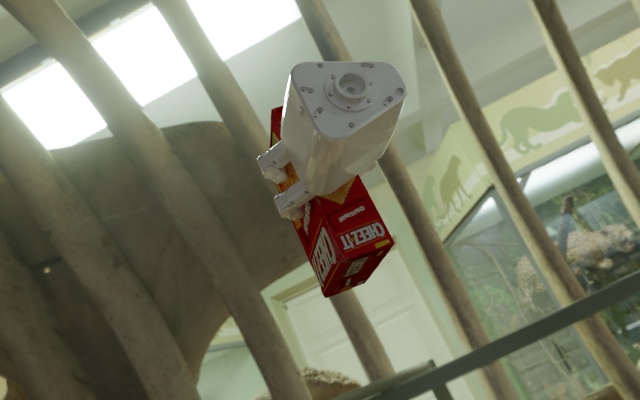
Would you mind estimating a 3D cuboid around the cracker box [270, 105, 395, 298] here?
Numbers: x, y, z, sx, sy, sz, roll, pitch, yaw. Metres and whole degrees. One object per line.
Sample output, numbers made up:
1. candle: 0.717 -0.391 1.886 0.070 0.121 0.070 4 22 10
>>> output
1. cracker box: 0.000 0.002 0.621 0.072 0.213 0.164 -19 -21 -15
